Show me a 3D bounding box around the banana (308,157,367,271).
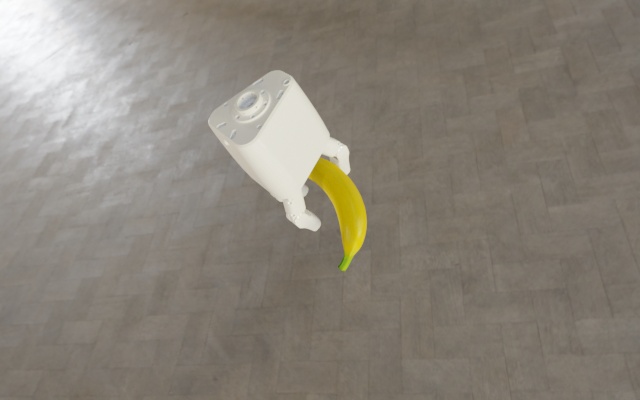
[{"bbox_3d":[0.017,-0.005,0.645,0.069,0.197,0.037,-31,-36,11],"label":"banana"}]
